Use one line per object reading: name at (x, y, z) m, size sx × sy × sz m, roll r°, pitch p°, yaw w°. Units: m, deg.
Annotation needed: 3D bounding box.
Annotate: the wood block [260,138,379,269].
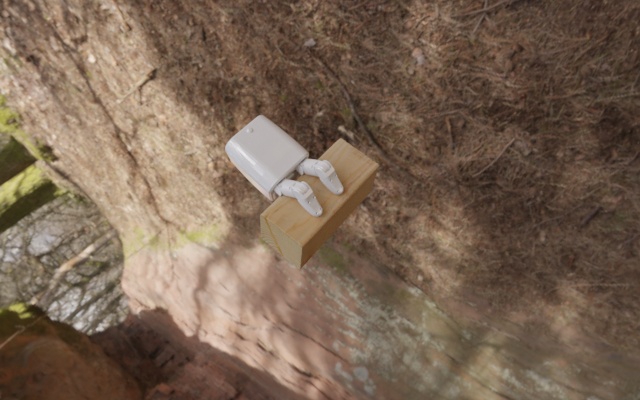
wood block at (0.000, 0.003, 0.816) m, size 0.090 × 0.206 × 0.091 m, roll 37°, pitch -27°, yaw 15°
